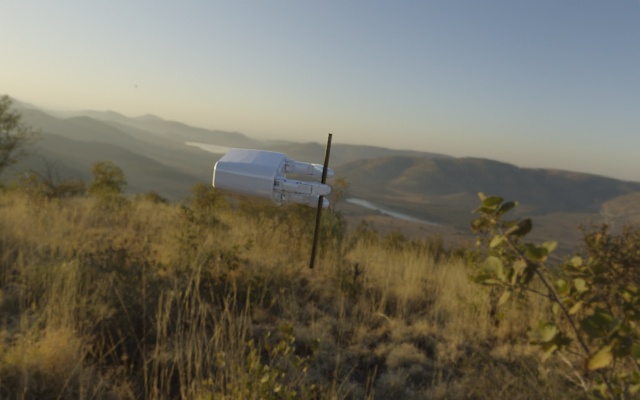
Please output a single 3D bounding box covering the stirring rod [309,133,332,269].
[{"bbox_3d":[0.000,0.003,0.838,0.011,0.239,0.011,8,8,-1],"label":"stirring rod"}]
